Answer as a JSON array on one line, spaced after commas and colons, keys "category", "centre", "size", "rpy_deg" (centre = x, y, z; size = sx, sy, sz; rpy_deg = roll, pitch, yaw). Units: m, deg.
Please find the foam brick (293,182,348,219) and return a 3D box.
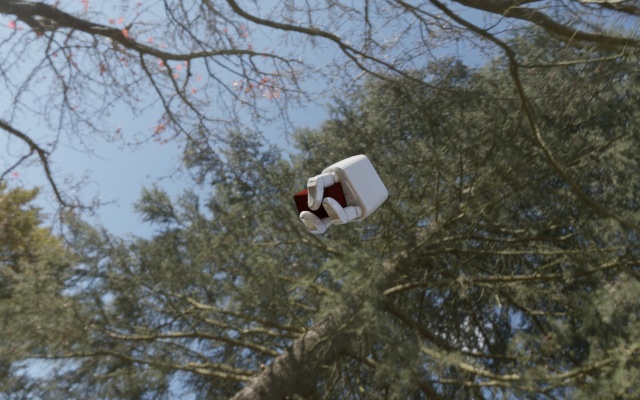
[{"category": "foam brick", "centre": [0.000, 0.003, 0.889], "size": [0.078, 0.053, 0.051], "rpy_deg": [-9, 13, 37]}]
